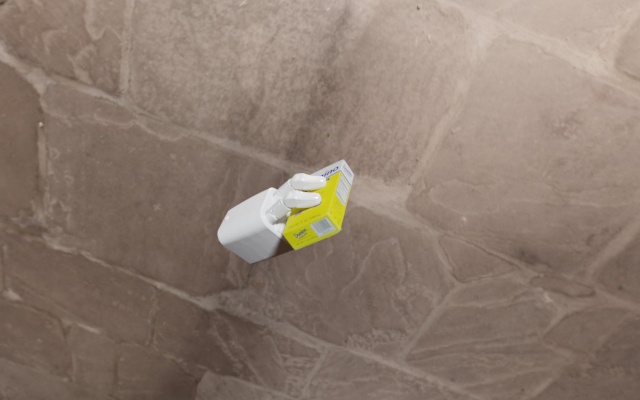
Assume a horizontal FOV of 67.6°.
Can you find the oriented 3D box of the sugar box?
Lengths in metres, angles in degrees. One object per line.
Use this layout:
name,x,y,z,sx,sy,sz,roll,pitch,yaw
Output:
sugar box,0.000,0.002,0.828,0.093,0.048,0.176,-24,28,25
